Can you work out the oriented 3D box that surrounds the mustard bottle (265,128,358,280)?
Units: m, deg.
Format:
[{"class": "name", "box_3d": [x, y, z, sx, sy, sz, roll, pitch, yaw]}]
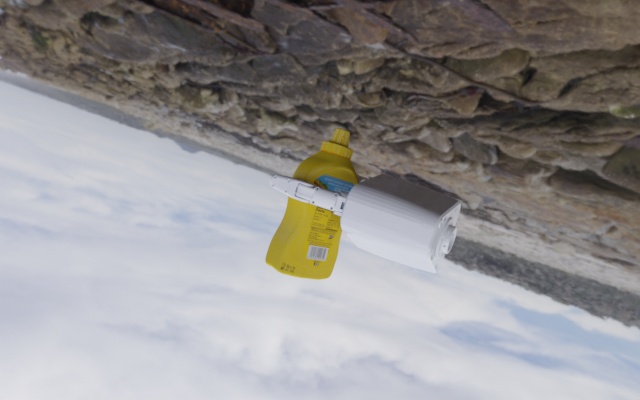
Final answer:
[{"class": "mustard bottle", "box_3d": [0.000, 0.002, 0.608, 0.096, 0.191, 0.058, 15, 5, -41]}]
